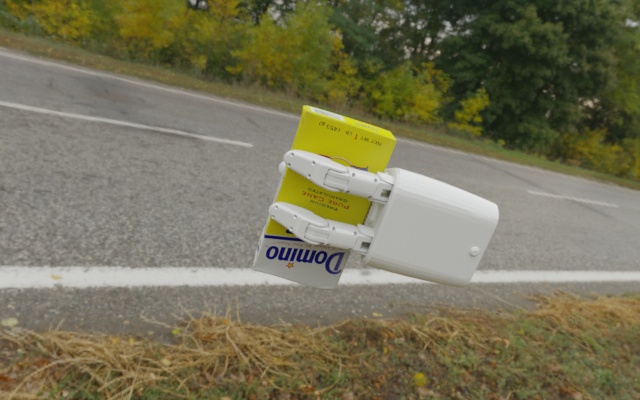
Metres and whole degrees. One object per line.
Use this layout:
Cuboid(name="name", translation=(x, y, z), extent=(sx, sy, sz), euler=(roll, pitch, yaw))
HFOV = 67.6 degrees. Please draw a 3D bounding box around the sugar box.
Cuboid(name="sugar box", translation=(0.000, 0.002, 0.485), extent=(0.093, 0.176, 0.048), euler=(16, 18, -9))
